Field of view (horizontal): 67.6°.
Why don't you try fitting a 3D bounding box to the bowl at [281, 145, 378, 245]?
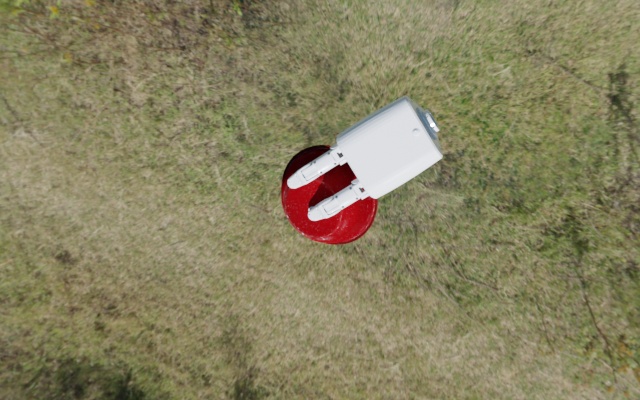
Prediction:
[{"bbox_3d":[-0.001,0.003,0.710,0.162,0.162,0.055,0,20,27],"label":"bowl"}]
